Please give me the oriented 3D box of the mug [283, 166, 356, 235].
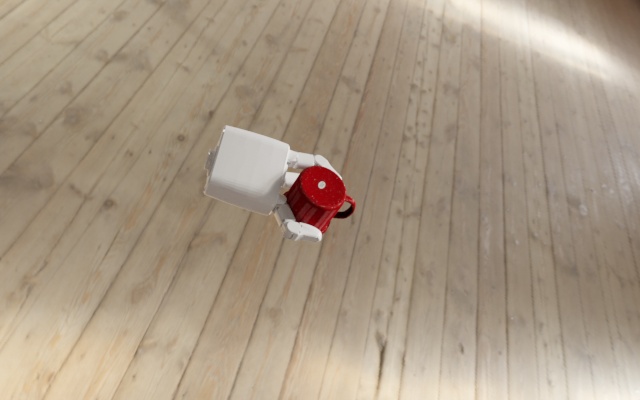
[{"bbox_3d":[0.002,0.003,0.753,0.117,0.093,0.081,16,-38,-17],"label":"mug"}]
